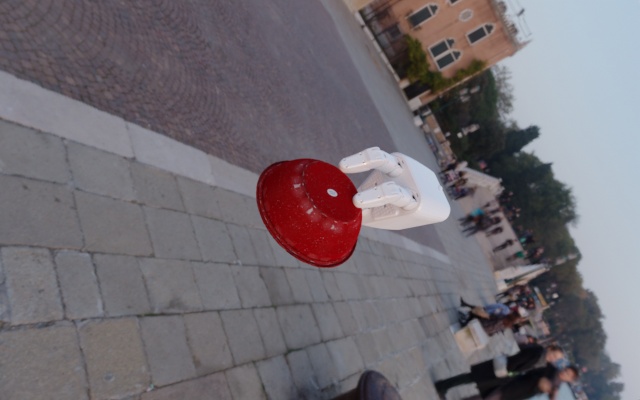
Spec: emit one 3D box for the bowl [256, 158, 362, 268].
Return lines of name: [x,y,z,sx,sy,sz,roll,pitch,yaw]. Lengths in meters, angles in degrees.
bowl: [-0.001,0.002,0.611,0.162,0.162,0.055,0,-31,-42]
